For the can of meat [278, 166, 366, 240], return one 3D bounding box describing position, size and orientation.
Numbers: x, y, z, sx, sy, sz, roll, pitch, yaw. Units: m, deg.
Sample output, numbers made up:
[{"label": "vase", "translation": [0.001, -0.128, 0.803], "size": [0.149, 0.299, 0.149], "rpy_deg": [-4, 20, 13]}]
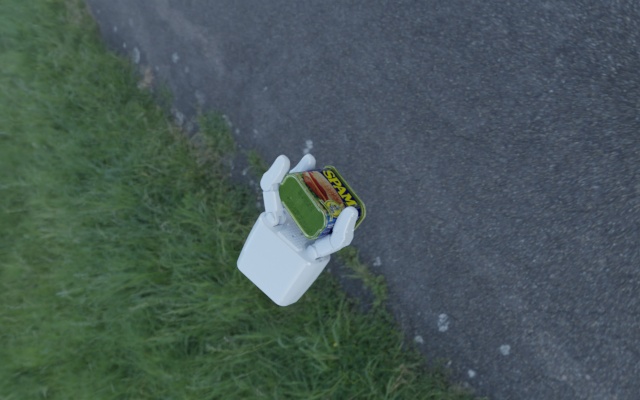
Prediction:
[{"label": "can of meat", "translation": [0.000, 0.002, 0.673], "size": [0.084, 0.102, 0.057], "rpy_deg": [-11, -34, -46]}]
